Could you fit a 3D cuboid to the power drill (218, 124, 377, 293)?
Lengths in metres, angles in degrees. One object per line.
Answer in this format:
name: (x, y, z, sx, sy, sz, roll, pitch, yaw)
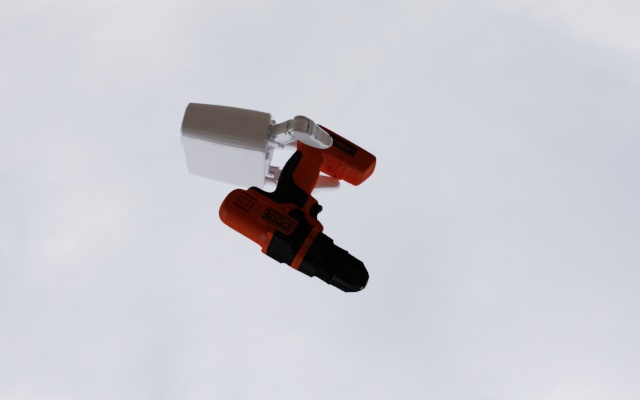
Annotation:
power drill: (0.000, 0.001, 0.573, 0.184, 0.187, 0.057, 31, -40, 2)
